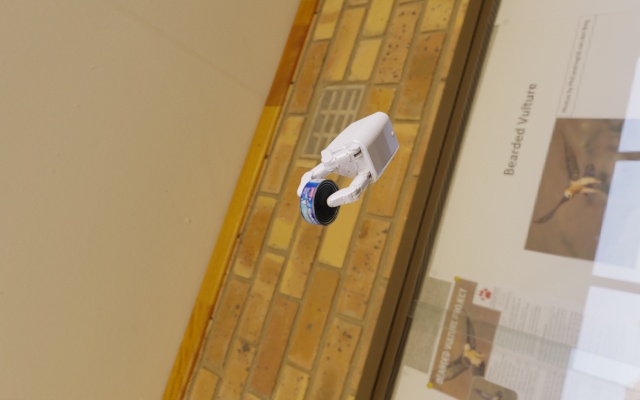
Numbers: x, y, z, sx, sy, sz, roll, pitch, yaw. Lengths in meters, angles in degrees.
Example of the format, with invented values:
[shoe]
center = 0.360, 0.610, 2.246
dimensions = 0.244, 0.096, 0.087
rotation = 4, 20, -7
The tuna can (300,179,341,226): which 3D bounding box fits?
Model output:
[tuna can]
center = 0.000, 0.003, 0.876
dimensions = 0.034, 0.086, 0.086
rotation = 5, 3, 36
